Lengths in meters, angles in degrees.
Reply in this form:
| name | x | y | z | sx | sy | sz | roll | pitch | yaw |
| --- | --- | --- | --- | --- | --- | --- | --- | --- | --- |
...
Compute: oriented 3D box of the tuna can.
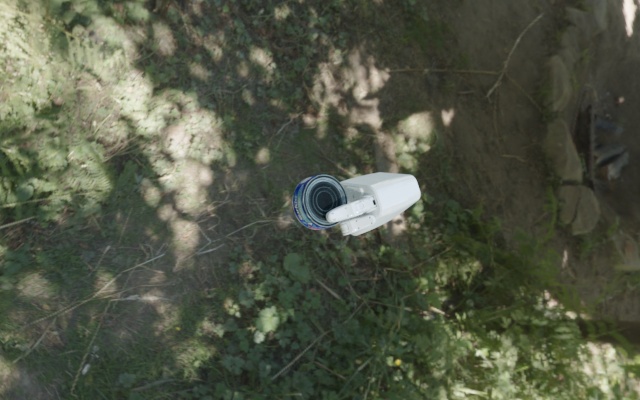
| name | x | y | z | sx | sy | sz | roll | pitch | yaw |
| --- | --- | --- | --- | --- | --- | --- | --- | --- | --- |
| tuna can | 0.000 | 0.002 | 0.752 | 0.086 | 0.086 | 0.034 | 0 | -7 | -32 |
